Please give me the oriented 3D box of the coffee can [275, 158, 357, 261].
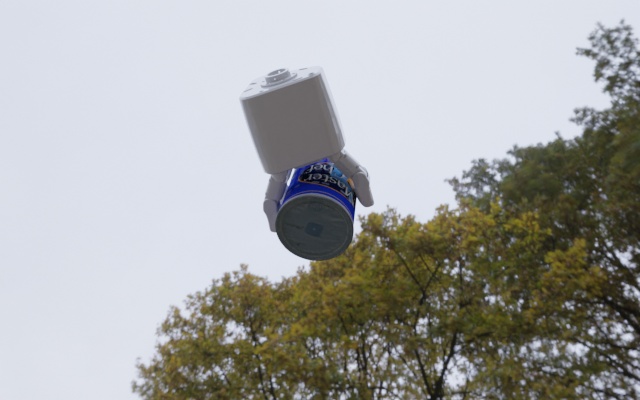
[{"bbox_3d":[0.000,0.002,0.673,0.103,0.103,0.140,0,31,8],"label":"coffee can"}]
